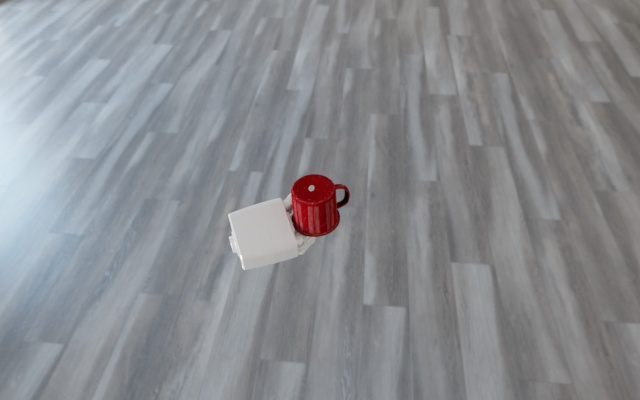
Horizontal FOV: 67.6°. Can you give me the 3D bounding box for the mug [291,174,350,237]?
[{"bbox_3d":[0.002,0.002,0.881,0.117,0.082,0.093,-17,46,-12],"label":"mug"}]
